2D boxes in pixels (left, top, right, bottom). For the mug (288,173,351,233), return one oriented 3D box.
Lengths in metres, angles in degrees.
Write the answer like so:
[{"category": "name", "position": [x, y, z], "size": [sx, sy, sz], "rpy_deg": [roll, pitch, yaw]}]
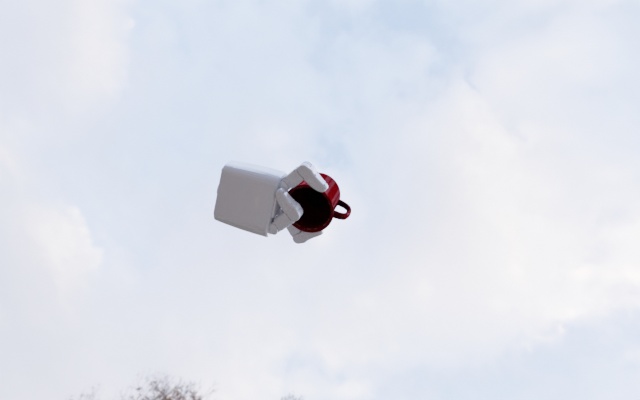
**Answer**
[{"category": "mug", "position": [0.002, 0.003, 0.864], "size": [0.117, 0.093, 0.081], "rpy_deg": [17, 27, 9]}]
